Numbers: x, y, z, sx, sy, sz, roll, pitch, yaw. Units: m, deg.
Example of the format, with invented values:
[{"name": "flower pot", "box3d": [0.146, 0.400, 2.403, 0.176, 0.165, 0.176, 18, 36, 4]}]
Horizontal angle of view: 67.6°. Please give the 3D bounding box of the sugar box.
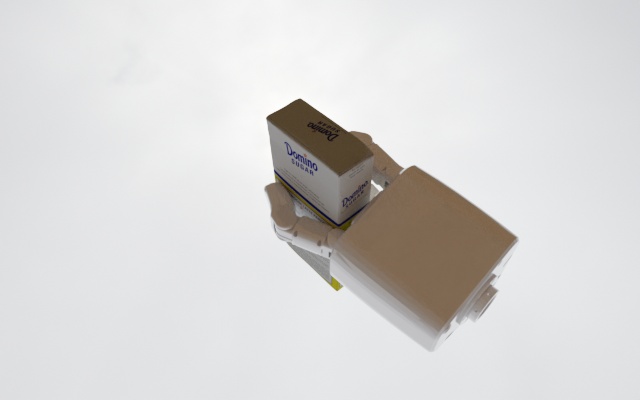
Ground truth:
[{"name": "sugar box", "box3d": [0.001, 0.001, 0.446, 0.048, 0.176, 0.093, -34, 58, -26]}]
